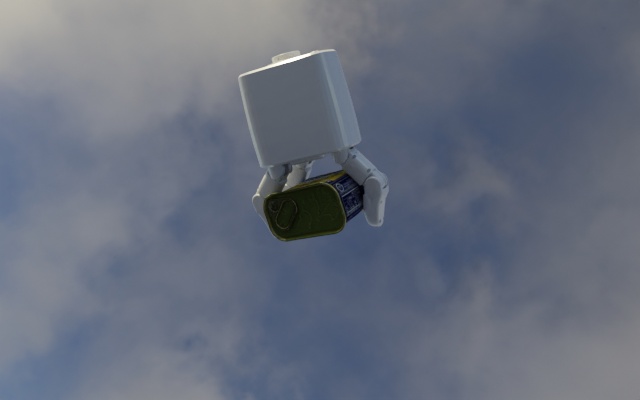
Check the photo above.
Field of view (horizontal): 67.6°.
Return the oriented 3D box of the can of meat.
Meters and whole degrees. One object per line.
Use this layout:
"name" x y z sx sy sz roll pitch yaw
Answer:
"can of meat" 0.000 0.002 0.550 0.102 0.057 0.084 -12 11 33
